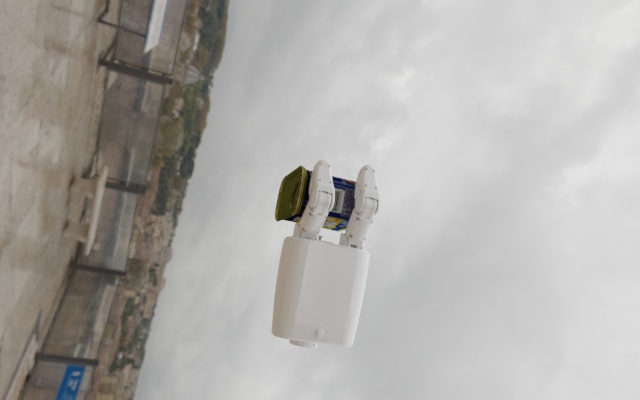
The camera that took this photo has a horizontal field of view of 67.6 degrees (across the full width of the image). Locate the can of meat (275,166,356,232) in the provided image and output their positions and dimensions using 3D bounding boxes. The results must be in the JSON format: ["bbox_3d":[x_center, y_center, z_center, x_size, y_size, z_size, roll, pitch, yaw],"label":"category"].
[{"bbox_3d":[0.000,0.002,0.571,0.084,0.057,0.102,13,-12,-17],"label":"can of meat"}]
